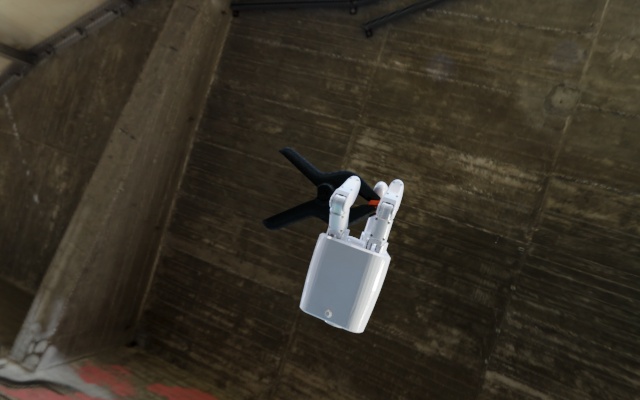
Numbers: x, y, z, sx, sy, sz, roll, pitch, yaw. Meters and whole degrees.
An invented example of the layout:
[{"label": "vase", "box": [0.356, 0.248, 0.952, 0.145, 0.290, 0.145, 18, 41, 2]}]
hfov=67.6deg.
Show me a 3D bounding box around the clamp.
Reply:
[{"label": "clamp", "box": [0.000, 0.002, 0.663, 0.171, 0.120, 0.039, 19, 0, 21]}]
